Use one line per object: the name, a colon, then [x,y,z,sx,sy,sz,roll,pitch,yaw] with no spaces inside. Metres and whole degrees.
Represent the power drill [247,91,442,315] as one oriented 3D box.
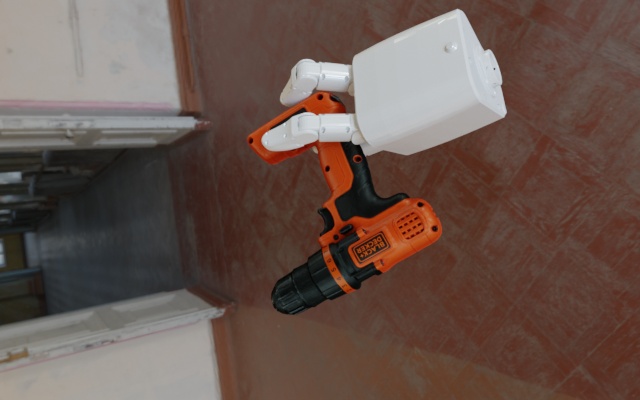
power drill: [0.000,0.001,0.483,0.184,0.187,0.057,-30,-11,9]
